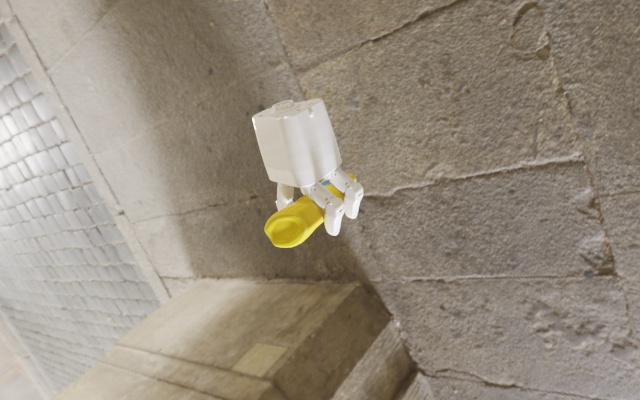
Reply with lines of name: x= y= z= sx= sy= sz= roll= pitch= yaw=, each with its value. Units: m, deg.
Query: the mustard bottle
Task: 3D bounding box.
mustard bottle: x=0.000 y=0.003 z=0.774 sx=0.096 sy=0.058 sz=0.191 roll=-30 pitch=6 yaw=46
